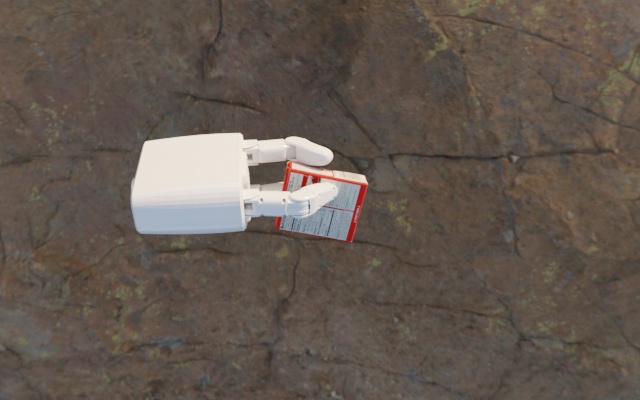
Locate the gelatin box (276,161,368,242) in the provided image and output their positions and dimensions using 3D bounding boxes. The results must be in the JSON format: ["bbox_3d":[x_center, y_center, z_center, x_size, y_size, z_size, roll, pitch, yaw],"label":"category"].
[{"bbox_3d":[0.000,0.002,0.526,0.089,0.073,0.030,10,22,-7],"label":"gelatin box"}]
